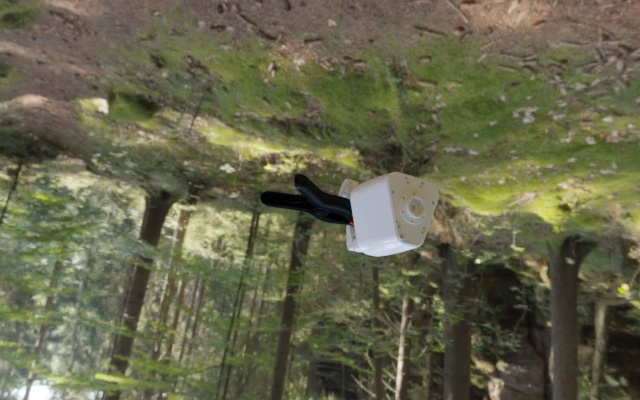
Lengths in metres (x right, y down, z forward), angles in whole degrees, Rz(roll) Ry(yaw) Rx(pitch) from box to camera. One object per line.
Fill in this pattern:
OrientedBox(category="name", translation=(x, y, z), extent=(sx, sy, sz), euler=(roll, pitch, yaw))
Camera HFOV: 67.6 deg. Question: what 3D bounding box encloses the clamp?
OrientedBox(category="clamp", translation=(0.000, 0.003, 0.772), extent=(0.171, 0.039, 0.120), euler=(14, -17, -22))
